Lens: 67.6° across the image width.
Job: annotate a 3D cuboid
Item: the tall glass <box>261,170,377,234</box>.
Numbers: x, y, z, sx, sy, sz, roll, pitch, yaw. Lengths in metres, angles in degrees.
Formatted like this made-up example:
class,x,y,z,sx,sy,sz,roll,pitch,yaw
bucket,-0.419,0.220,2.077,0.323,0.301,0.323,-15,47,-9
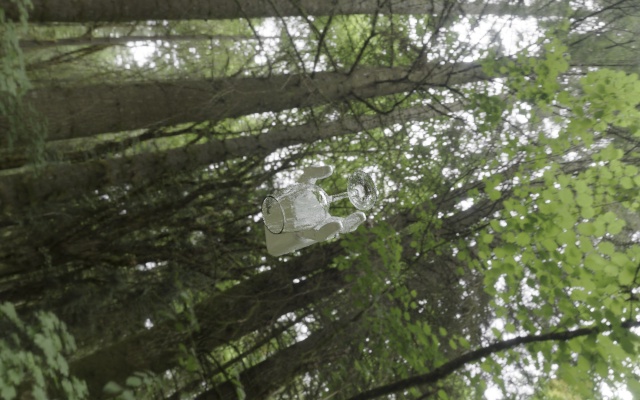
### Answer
class,x,y,z,sx,sy,sz,roll,pitch,yaw
tall glass,0.001,0.002,0.801,0.201,0.079,0.079,-15,10,-39
